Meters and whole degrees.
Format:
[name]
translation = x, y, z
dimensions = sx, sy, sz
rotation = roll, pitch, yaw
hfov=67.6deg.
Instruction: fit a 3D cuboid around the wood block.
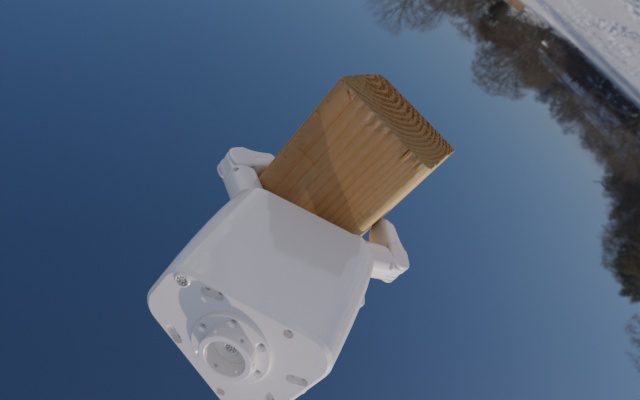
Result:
[wood block]
translation = 0.000, 0.001, 0.407
dimensions = 0.206, 0.091, 0.090
rotation = -46, -8, 29
